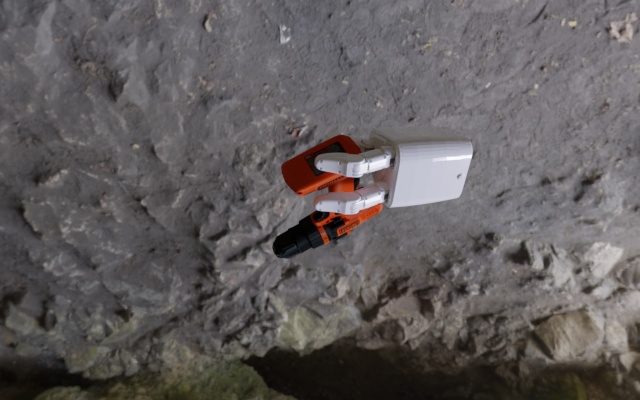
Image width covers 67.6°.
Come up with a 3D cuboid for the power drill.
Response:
[{"bbox_3d":[0.000,0.002,0.679,0.184,0.057,0.188,-29,-29,-8],"label":"power drill"}]
